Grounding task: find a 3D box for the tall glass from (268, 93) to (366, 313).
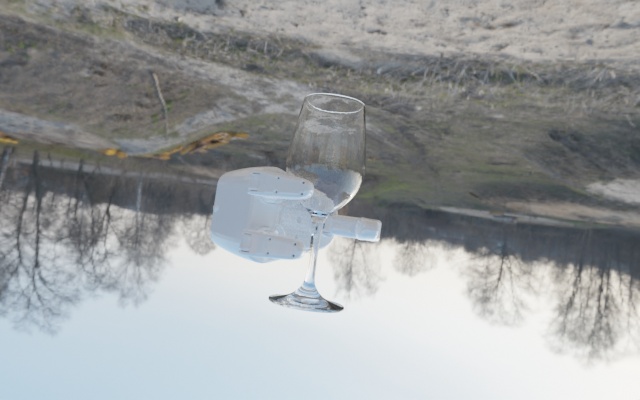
[{"bbox_3d":[0.000,0.002,0.467,0.079,0.201,0.079,8,-3,0],"label":"tall glass"}]
